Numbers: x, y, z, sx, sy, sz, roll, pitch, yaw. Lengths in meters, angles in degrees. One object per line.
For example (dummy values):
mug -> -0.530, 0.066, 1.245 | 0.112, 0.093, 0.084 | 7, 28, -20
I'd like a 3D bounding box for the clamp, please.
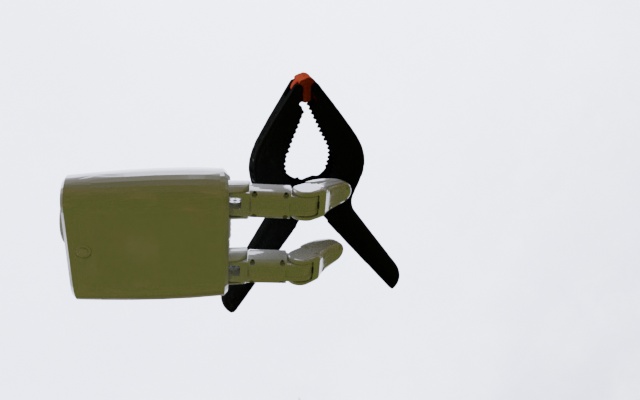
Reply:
clamp -> 0.000, 0.001, 0.406 | 0.164, 0.210, 0.036 | -1, 24, -14
